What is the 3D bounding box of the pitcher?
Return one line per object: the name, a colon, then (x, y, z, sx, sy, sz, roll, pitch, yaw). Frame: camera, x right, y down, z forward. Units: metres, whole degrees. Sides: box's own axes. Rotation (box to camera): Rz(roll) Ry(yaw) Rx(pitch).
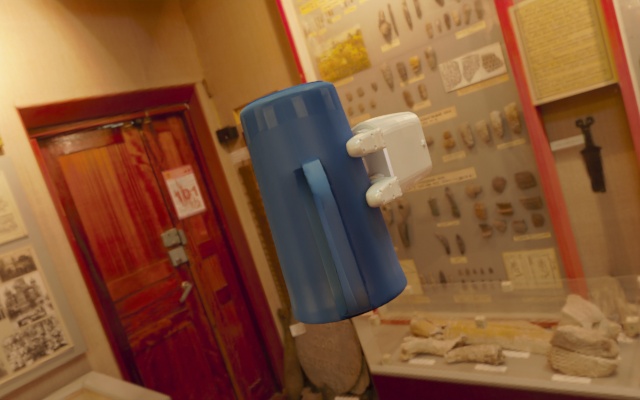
pitcher: (0.000, 0.002, 0.514, 0.149, 0.243, 0.145, -12, 9, 43)
